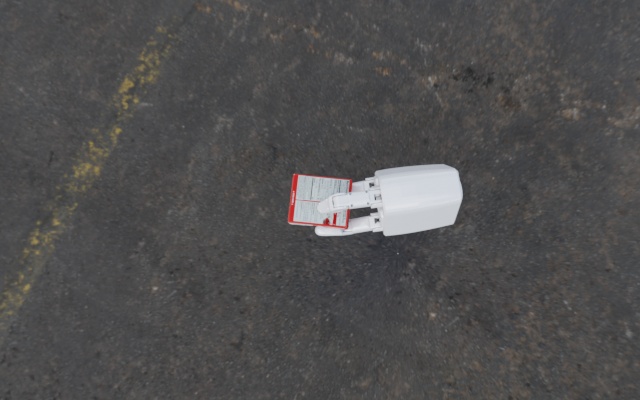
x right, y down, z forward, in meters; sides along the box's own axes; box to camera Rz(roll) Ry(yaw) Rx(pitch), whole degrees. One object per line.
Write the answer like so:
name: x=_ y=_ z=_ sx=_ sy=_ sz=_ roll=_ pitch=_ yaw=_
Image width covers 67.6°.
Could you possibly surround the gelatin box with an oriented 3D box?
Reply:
gelatin box: x=0.000 y=0.002 z=0.705 sx=0.089 sy=0.073 sz=0.030 roll=6 pitch=-7 yaw=1
